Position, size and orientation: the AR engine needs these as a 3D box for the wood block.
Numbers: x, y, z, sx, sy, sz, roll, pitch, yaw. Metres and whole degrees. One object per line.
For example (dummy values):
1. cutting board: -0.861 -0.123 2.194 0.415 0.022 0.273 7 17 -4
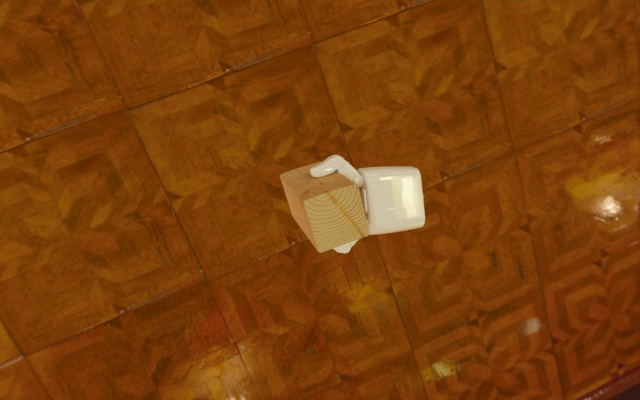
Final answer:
1. wood block: 0.000 0.002 0.826 0.090 0.091 0.206 -18 18 -10
